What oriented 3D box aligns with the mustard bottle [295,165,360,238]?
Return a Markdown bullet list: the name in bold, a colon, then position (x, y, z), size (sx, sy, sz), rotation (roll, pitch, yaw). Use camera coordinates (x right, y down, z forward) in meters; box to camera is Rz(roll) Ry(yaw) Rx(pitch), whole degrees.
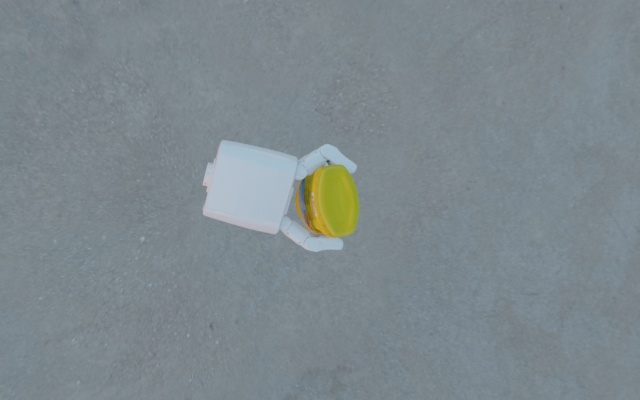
- **mustard bottle**: position (0.001, 0.002, 0.711), size (0.058, 0.096, 0.191), rotation (-11, 2, -15)
